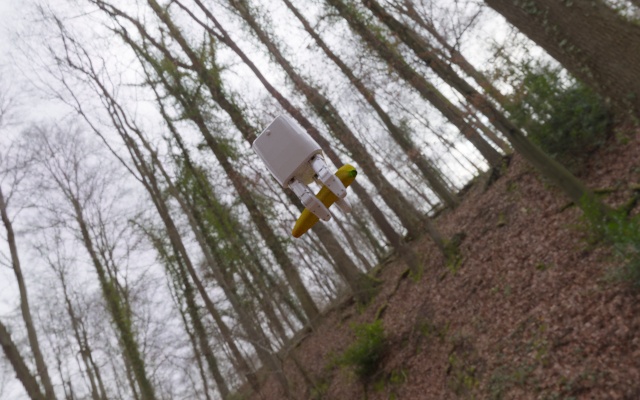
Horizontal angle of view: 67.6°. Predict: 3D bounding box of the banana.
[{"bbox_3d":[0.010,-0.006,0.884,0.198,0.037,0.069,-49,-5,33],"label":"banana"}]
